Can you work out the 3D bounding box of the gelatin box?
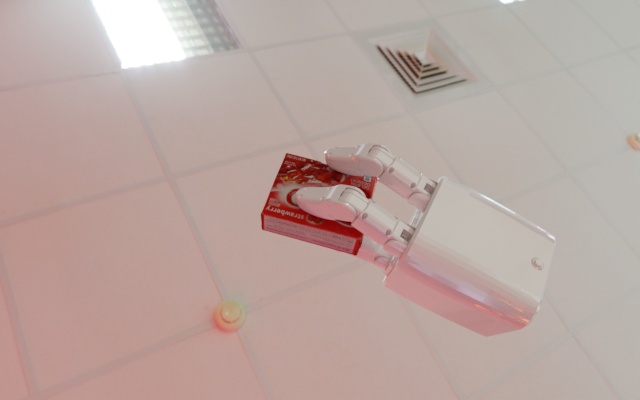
[{"bbox_3d":[0.000,0.002,0.426,0.089,0.073,0.030,15,-37,4],"label":"gelatin box"}]
